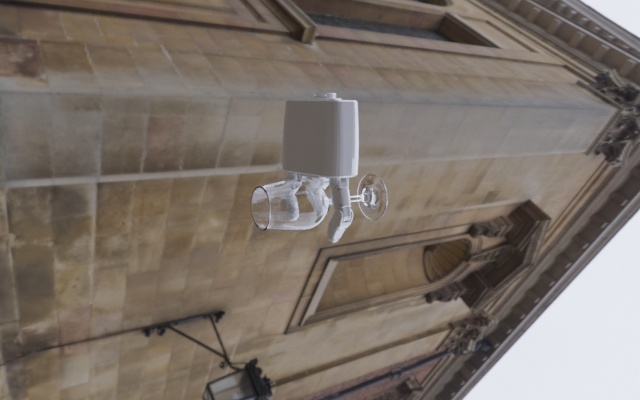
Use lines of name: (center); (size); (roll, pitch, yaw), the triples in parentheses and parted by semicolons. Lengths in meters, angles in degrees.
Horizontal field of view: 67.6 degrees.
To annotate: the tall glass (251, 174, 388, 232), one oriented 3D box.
tall glass: (0.001, 0.002, 0.711); (0.201, 0.079, 0.079); (-6, 3, -33)
